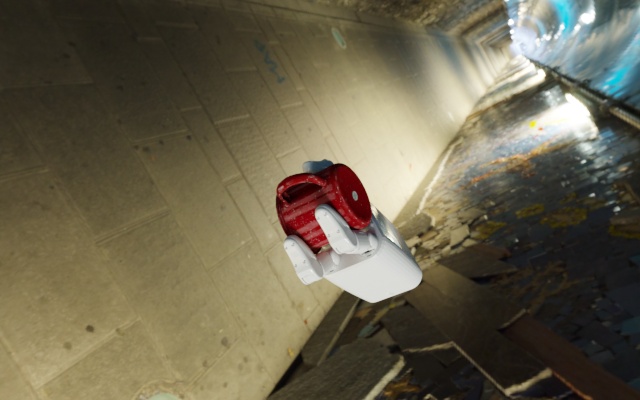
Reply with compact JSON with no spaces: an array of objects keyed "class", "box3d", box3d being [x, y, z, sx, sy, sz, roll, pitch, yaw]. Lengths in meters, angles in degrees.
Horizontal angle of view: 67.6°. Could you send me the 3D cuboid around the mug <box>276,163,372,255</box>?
[{"class":"mug","box3d":[-0.001,0.001,0.557,0.081,0.093,0.117,-27,-43,26]}]
